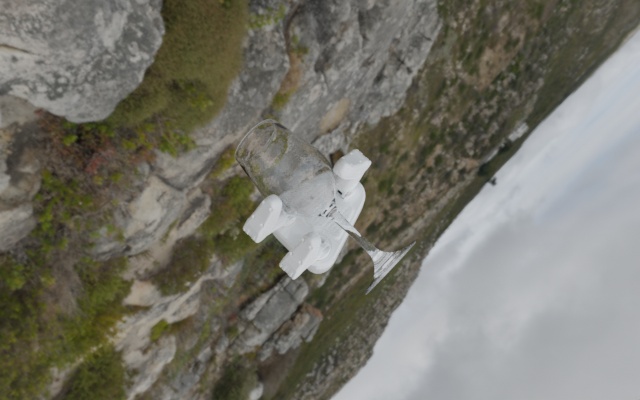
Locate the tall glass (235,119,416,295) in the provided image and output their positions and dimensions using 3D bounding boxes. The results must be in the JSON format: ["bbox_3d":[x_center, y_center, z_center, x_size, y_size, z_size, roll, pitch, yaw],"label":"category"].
[{"bbox_3d":[0.001,0.002,0.503,0.201,0.079,0.079,44,10,10],"label":"tall glass"}]
